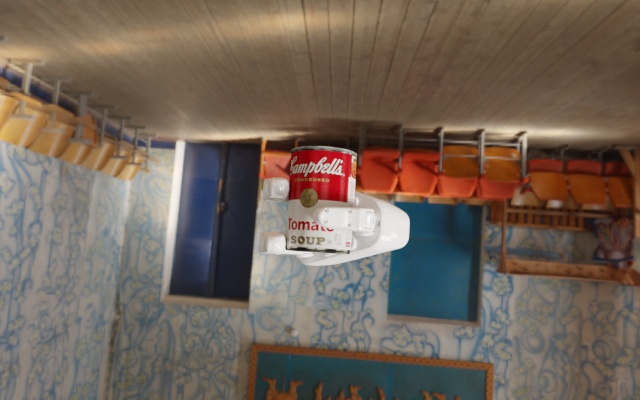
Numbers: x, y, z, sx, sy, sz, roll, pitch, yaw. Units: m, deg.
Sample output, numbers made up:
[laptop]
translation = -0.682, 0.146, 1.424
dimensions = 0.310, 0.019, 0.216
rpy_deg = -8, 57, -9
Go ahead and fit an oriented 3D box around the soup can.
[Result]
[soup can]
translation = 0.000, 0.002, 0.484
dimensions = 0.068, 0.102, 0.068
rpy_deg = 4, -5, 0
